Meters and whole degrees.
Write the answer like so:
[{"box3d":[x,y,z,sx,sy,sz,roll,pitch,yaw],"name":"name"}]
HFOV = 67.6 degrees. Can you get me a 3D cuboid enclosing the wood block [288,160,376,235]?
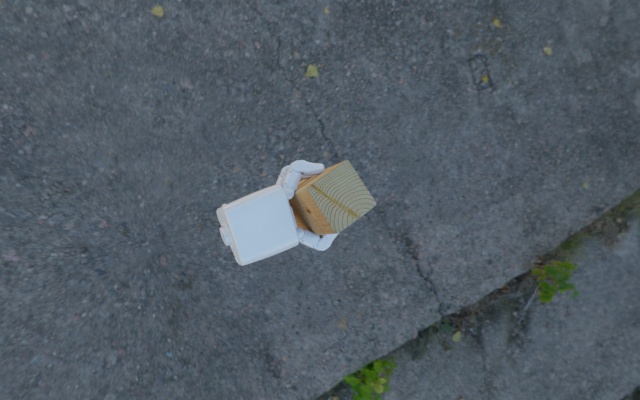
[{"box3d":[0.000,0.003,0.854,0.090,0.091,0.206,-36,8,-19],"name":"wood block"}]
